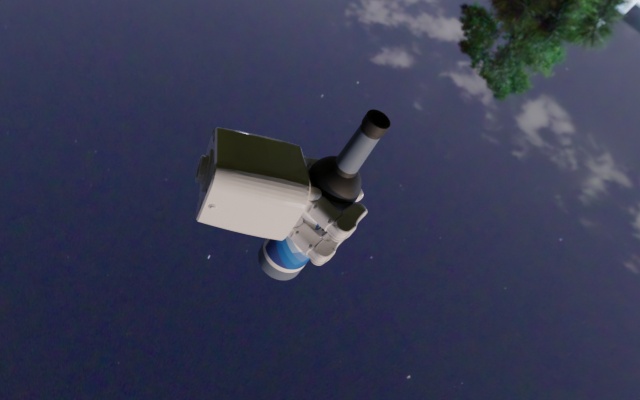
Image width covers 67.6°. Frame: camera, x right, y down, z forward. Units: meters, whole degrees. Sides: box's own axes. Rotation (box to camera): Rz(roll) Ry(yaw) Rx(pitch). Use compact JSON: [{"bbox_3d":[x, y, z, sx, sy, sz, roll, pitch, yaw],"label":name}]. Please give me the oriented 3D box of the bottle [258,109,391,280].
[{"bbox_3d":[0.000,0.002,0.586,0.069,0.069,0.296,0,-35,-29],"label":"bottle"}]
